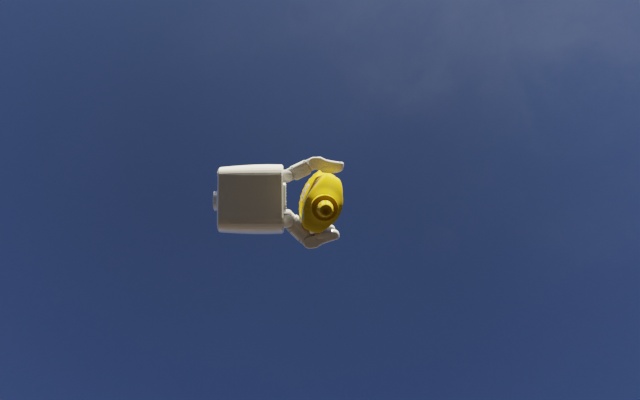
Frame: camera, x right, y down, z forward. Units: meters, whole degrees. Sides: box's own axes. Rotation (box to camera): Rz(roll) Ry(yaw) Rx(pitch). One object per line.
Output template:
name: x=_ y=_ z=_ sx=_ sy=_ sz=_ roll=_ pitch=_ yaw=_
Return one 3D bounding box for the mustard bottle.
mustard bottle: x=0.000 y=0.003 z=0.780 sx=0.058 sy=0.096 sz=0.191 roll=24 pitch=4 yaw=-6
